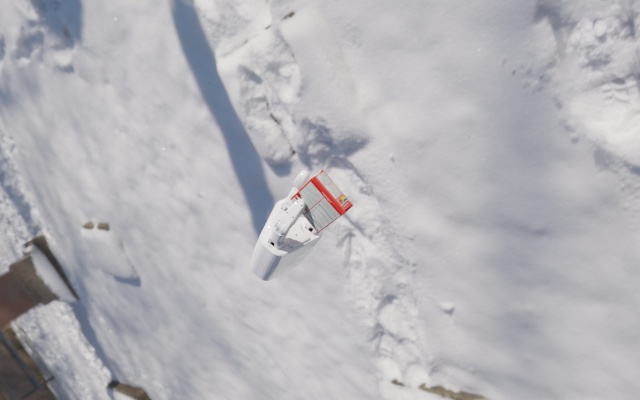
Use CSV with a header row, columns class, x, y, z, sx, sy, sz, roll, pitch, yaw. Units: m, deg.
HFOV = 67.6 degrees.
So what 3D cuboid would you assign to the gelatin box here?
class,x,y,z,sx,sy,sz,roll,pitch,yaw
gelatin box,0.000,0.003,0.751,0.030,0.073,0.089,-41,0,-35
